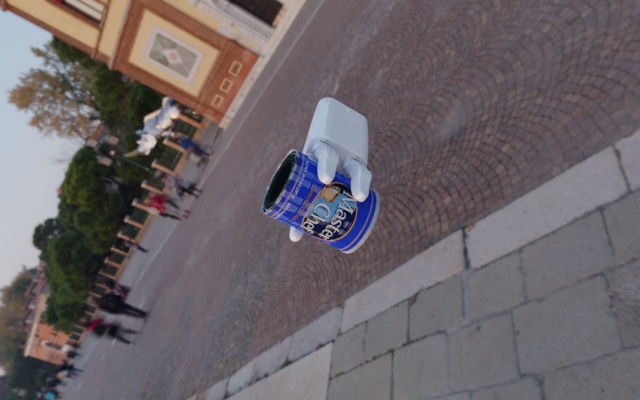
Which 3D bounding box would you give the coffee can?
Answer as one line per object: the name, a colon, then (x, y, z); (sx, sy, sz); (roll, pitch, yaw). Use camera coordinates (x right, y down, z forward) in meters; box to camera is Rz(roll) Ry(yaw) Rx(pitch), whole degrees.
coffee can: (0.000, 0.002, 0.690); (0.140, 0.103, 0.103); (27, -9, -18)
